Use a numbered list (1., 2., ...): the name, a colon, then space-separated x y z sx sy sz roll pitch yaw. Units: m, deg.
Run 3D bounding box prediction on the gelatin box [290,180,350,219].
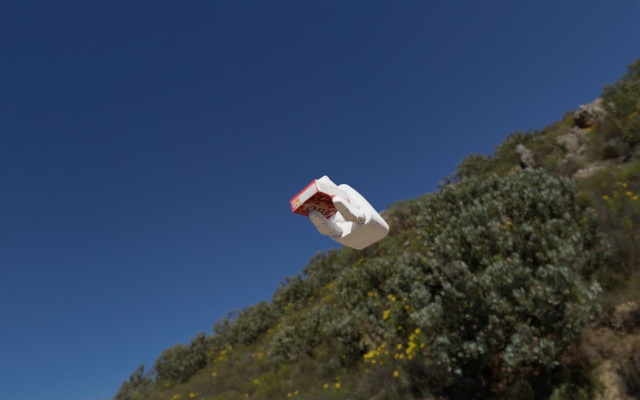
1. gelatin box: 0.000 0.002 0.898 0.089 0.030 0.073 19 -47 -43
